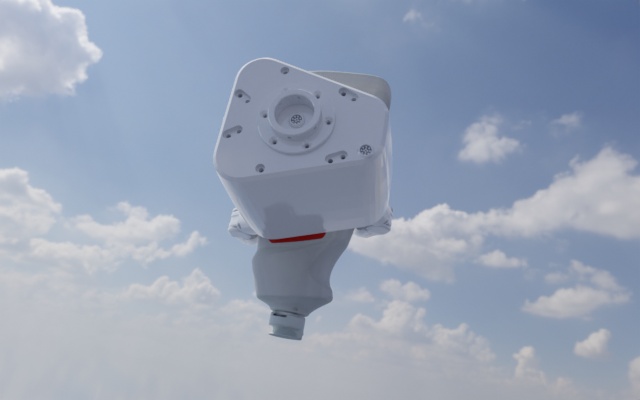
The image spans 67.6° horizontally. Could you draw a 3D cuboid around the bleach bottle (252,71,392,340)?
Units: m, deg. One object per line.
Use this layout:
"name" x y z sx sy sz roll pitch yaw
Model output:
"bleach bottle" 0.000 0.001 0.445 0.102 0.250 0.068 7 -21 9
